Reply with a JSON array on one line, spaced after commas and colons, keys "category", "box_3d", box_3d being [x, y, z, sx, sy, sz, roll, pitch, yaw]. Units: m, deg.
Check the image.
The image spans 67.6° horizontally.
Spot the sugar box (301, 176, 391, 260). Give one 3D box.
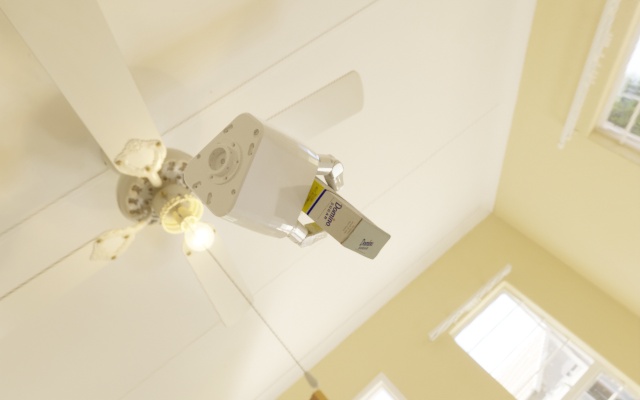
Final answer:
[{"category": "sugar box", "box_3d": [0.000, 0.002, 0.609, 0.176, 0.048, 0.093, 42, 7, 34]}]
